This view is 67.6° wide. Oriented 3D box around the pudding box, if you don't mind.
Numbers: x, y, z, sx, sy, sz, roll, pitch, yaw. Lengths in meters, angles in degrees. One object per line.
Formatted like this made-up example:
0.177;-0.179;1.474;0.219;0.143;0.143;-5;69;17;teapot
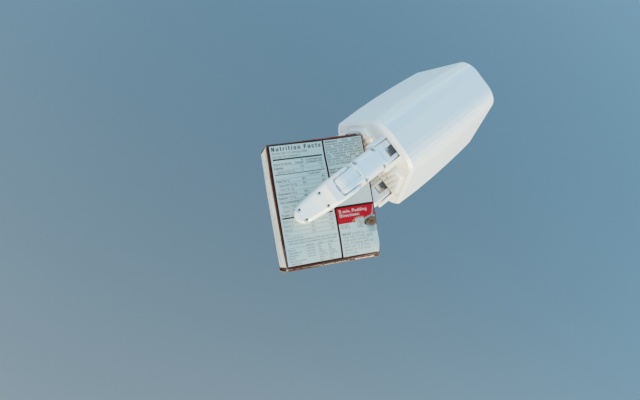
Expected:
0.000;0.001;0.427;0.090;0.113;0.039;-8;-6;-13;pudding box
